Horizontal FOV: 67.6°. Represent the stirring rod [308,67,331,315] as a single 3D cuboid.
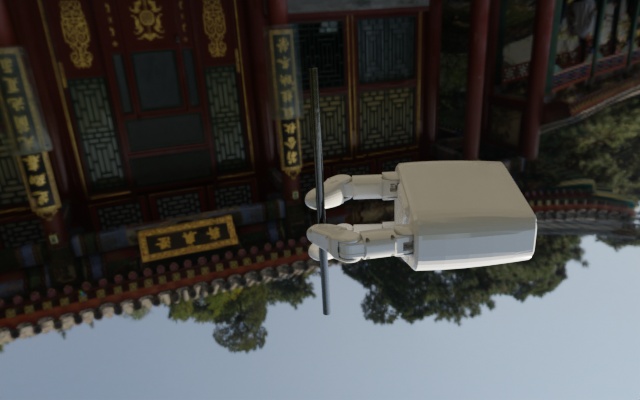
[{"bbox_3d":[0.000,0.001,0.441,0.011,0.240,0.011,-3,21,1],"label":"stirring rod"}]
